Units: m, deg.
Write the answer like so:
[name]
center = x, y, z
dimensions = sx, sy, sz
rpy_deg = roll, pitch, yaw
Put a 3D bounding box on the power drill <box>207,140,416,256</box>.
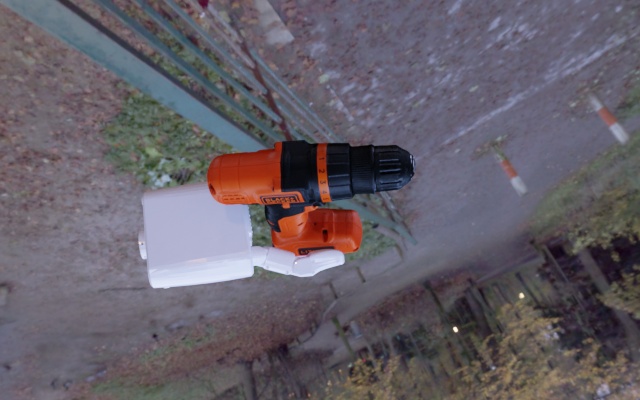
[power drill]
center = 0.000, 0.002, 0.486
dimensions = 0.184, 0.057, 0.188
rpy_deg = -2, -25, 8
